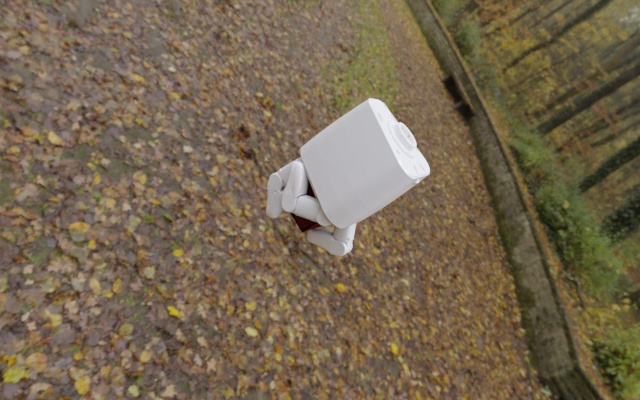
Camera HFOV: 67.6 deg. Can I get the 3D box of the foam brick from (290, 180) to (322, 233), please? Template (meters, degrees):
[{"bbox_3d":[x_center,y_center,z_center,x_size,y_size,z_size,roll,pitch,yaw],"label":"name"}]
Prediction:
[{"bbox_3d":[0.000,0.002,0.619,0.051,0.053,0.078,-35,-9,27],"label":"foam brick"}]
